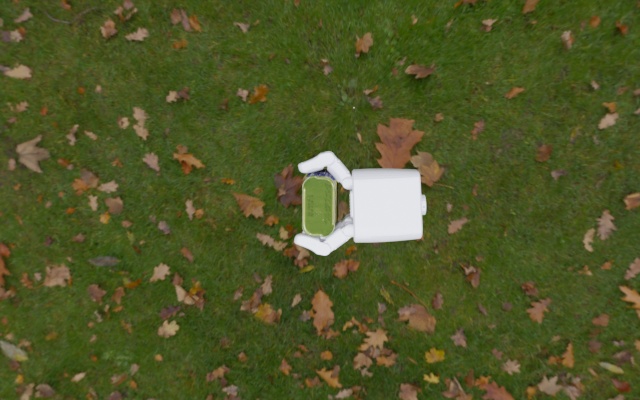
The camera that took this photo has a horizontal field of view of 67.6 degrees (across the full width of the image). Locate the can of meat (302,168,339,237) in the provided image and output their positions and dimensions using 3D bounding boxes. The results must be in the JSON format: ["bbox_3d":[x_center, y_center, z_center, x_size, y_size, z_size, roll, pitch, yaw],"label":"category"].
[{"bbox_3d":[0.000,0.002,0.770,0.057,0.102,0.084,1,11,4],"label":"can of meat"}]
